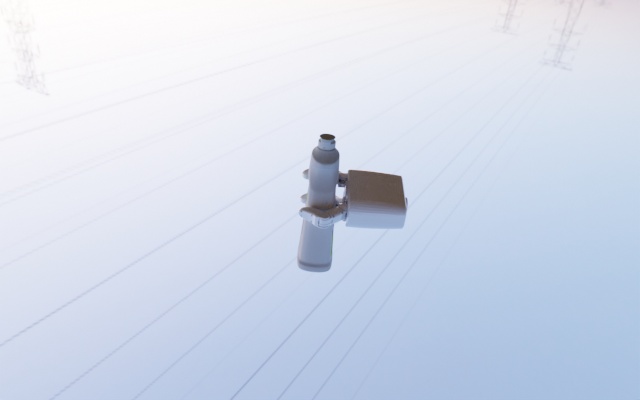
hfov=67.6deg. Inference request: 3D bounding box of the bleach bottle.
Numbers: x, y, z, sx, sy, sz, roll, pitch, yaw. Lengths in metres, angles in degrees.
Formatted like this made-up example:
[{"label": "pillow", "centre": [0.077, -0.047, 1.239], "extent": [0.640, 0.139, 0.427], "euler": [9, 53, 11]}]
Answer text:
[{"label": "bleach bottle", "centre": [0.000, 0.003, 0.872], "extent": [0.068, 0.251, 0.102], "euler": [5, 30, -2]}]
